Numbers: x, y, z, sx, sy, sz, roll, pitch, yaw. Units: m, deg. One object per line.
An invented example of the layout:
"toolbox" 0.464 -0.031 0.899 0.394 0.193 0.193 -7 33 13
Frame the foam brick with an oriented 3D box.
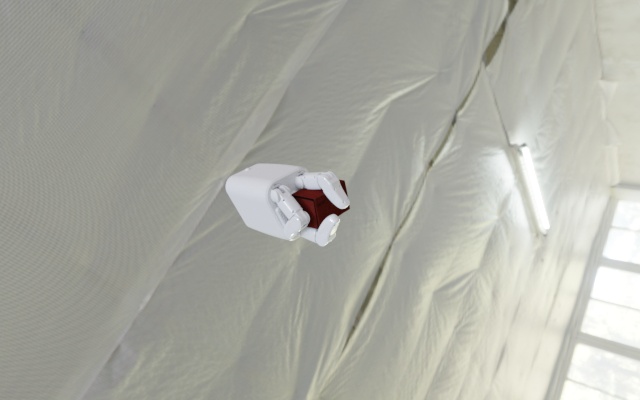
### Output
"foam brick" 0.000 0.002 0.750 0.051 0.053 0.078 11 30 41
